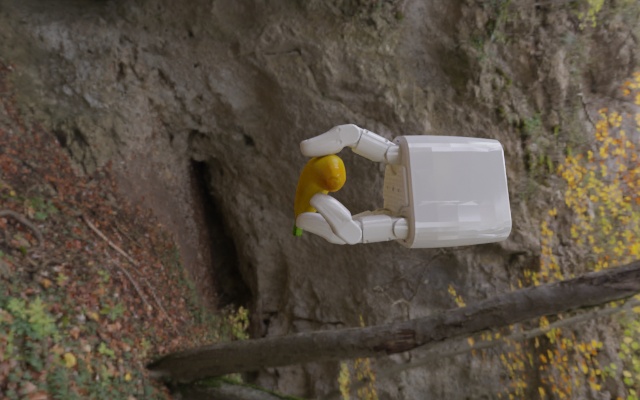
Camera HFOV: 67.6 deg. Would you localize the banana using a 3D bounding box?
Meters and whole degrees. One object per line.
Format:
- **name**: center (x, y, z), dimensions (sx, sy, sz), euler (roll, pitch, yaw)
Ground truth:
- **banana**: center (-0.001, -0.015, 0.533), dimensions (0.037, 0.069, 0.198), euler (1, -18, -11)
